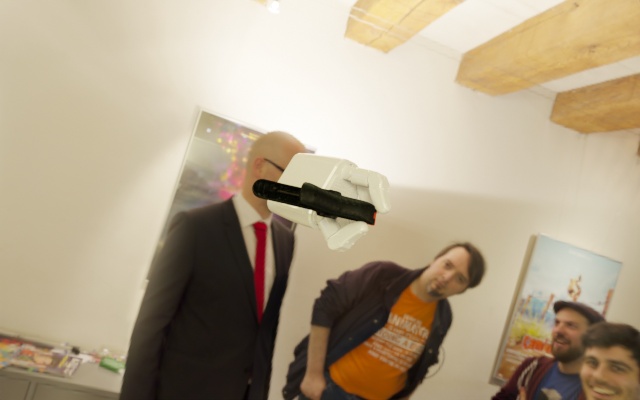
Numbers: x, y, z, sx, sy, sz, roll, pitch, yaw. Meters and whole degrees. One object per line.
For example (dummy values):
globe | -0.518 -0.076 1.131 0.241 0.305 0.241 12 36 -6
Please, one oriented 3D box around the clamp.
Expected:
clamp | 0.000 0.001 0.612 0.120 0.039 0.171 17 -2 45
